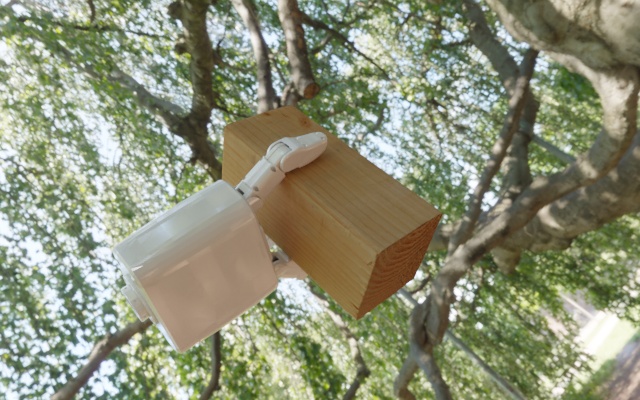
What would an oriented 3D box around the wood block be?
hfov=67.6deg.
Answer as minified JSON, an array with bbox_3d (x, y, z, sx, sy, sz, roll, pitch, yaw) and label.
[{"bbox_3d":[0.000,0.001,0.465,0.090,0.091,0.206,-26,53,-37],"label":"wood block"}]
